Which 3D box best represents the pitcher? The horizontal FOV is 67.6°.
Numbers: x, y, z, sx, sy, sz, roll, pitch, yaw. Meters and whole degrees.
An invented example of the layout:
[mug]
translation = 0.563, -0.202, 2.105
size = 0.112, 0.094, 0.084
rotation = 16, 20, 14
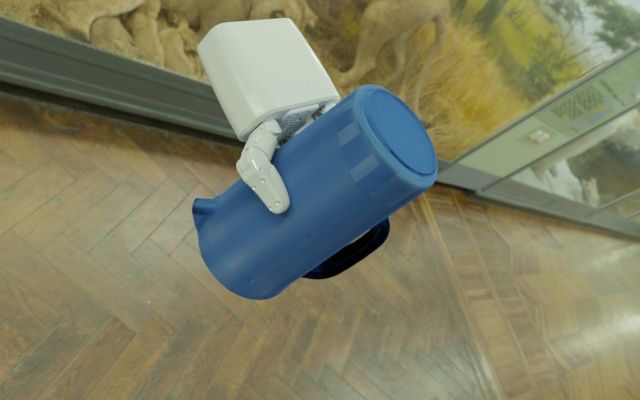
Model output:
[pitcher]
translation = 0.000, 0.001, 0.488
size = 0.243, 0.145, 0.149
rotation = -35, -11, 36
